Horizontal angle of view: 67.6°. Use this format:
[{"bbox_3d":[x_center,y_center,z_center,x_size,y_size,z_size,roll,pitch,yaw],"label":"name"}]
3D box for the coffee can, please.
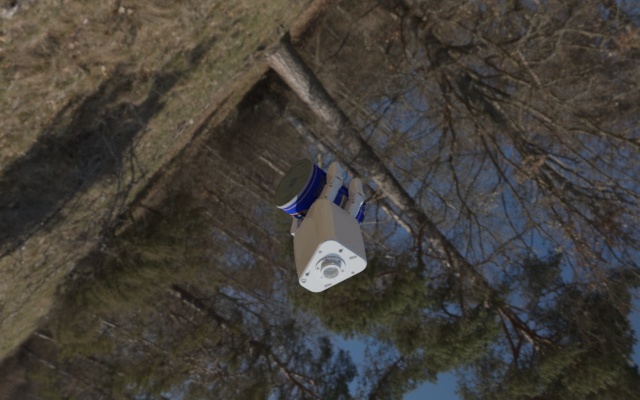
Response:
[{"bbox_3d":[0.000,0.003,0.884,0.140,0.102,0.103,35,-17,-26],"label":"coffee can"}]
